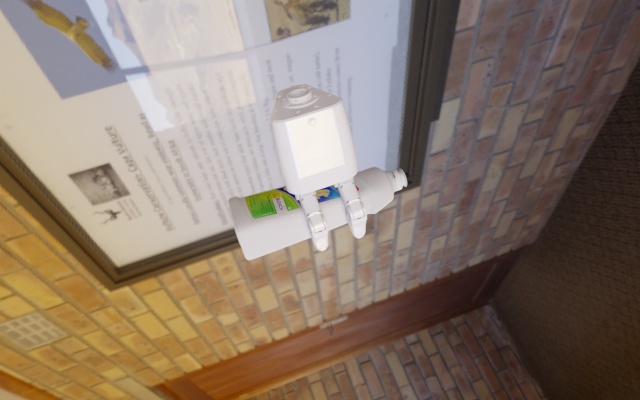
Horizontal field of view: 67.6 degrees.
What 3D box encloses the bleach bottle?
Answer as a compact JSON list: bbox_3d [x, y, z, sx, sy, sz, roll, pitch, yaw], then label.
[{"bbox_3d":[0.000,0.002,0.686,0.251,0.068,0.102,-19,34,-8],"label":"bleach bottle"}]
